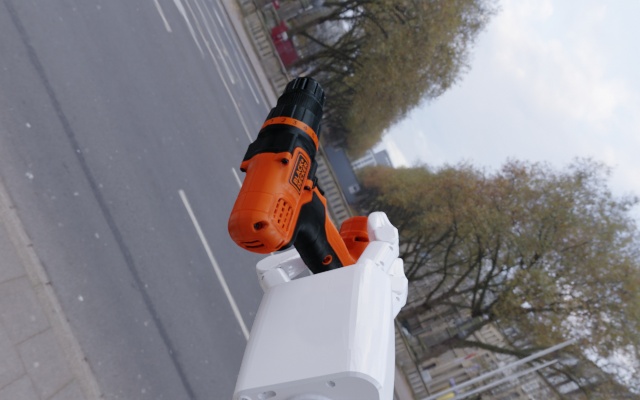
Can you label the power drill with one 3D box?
[{"bbox_3d":[0.000,0.002,0.448,0.057,0.184,0.188,-9,-42,32],"label":"power drill"}]
